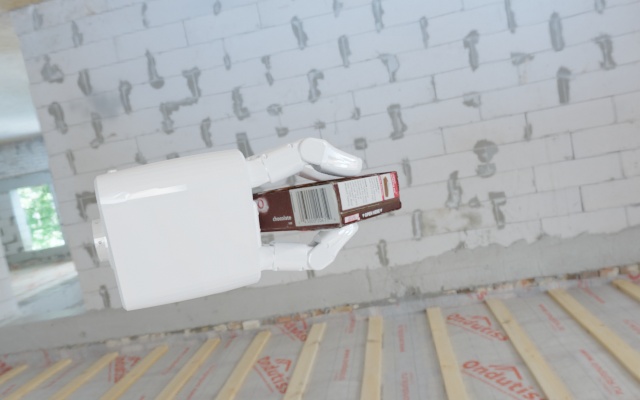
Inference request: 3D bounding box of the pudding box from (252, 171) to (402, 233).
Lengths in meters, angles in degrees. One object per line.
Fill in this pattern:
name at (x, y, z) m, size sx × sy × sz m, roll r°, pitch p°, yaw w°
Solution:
pudding box at (0.000, 0.002, 0.421) m, size 0.113 × 0.039 × 0.090 m, roll -4°, pitch 7°, yaw 42°
